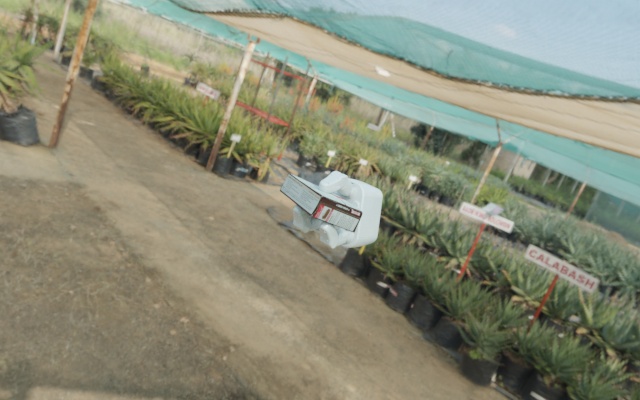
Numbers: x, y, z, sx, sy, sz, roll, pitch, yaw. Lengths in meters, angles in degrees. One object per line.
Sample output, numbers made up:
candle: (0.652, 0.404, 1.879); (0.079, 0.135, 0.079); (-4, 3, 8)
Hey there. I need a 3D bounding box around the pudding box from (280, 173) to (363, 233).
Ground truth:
pudding box: (0.000, 0.002, 0.751); (0.090, 0.039, 0.113); (21, 7, -36)
